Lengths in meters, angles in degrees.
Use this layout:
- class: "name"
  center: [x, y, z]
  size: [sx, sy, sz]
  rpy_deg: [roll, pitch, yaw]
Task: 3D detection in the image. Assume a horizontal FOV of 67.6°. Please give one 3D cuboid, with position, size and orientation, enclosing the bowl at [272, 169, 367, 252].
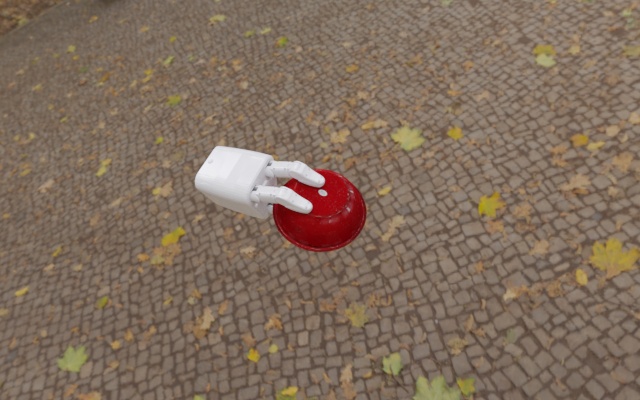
- class: "bowl"
  center: [0.001, 0.003, 0.797]
  size: [0.162, 0.162, 0.055]
  rpy_deg: [0, -33, -4]
